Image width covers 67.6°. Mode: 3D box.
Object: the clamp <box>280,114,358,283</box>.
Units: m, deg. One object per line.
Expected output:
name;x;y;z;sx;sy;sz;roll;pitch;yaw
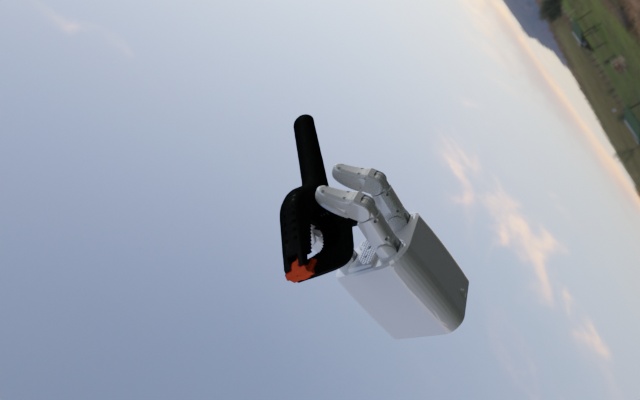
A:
clamp;-0.001;0.002;0.512;0.036;0.164;0.210;-32;14;33
